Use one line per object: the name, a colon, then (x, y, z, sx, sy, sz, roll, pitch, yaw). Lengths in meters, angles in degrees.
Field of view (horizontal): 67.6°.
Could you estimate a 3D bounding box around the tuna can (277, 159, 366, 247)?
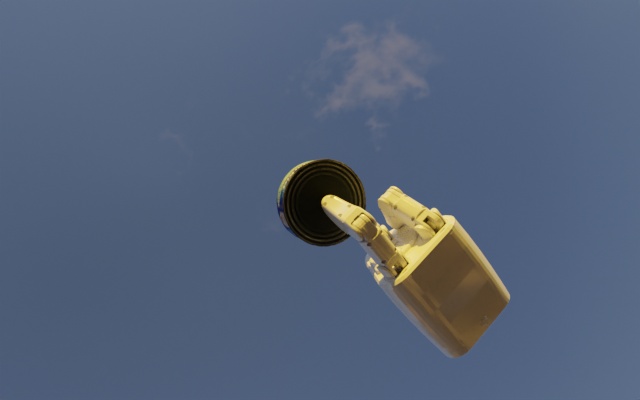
tuna can: (0.000, 0.001, 0.480, 0.086, 0.086, 0.034, 0, 3, -19)
